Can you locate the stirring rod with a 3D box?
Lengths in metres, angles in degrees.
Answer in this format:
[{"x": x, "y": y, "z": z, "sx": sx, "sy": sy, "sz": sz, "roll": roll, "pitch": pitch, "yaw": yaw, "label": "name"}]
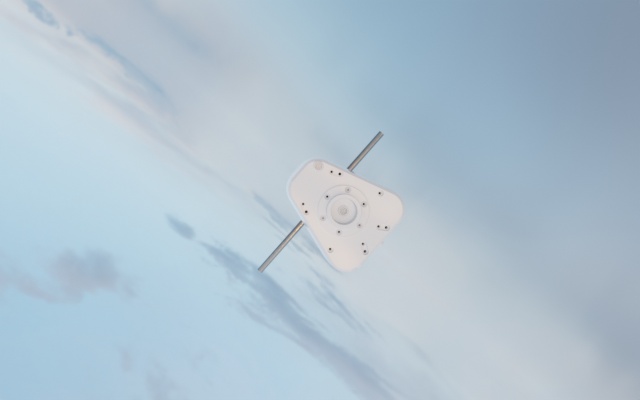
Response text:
[{"x": 0.000, "y": 0.002, "z": 0.624, "sx": 0.011, "sy": 0.239, "sz": 0.011, "roll": 41, "pitch": 1, "yaw": -1, "label": "stirring rod"}]
